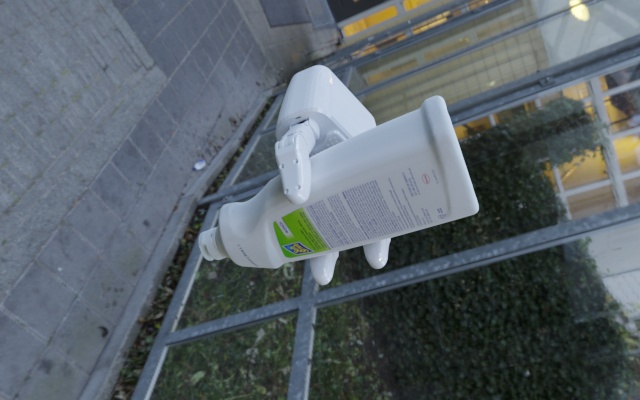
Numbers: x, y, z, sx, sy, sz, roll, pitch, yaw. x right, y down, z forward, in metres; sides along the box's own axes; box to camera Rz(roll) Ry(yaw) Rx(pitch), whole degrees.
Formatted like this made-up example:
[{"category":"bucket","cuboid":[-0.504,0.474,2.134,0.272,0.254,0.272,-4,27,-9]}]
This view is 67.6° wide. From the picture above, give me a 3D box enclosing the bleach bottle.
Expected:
[{"category":"bleach bottle","cuboid":[0.000,0.001,0.420,0.251,0.103,0.068,-18,36,17]}]
